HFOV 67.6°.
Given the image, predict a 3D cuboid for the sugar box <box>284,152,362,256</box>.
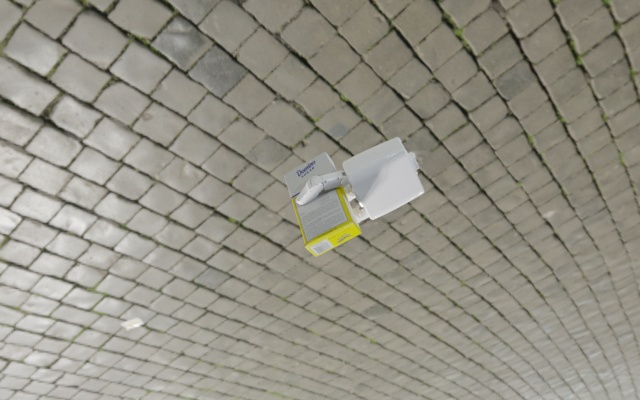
[{"bbox_3d":[0.001,0.003,0.845,0.093,0.176,0.048,-28,-43,11],"label":"sugar box"}]
